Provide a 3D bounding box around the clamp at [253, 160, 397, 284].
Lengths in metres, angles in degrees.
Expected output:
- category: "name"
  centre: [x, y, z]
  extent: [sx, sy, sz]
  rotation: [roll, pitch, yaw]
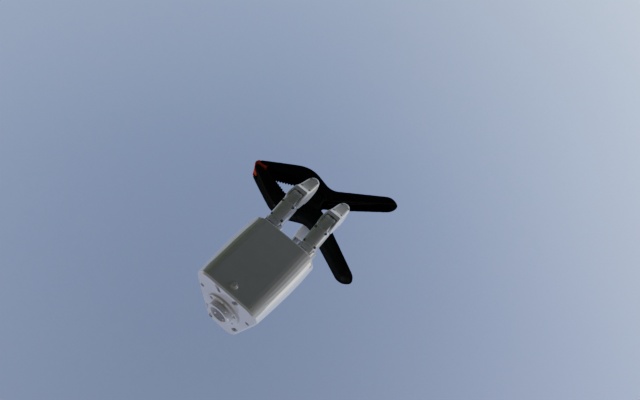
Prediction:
- category: "clamp"
  centre: [-0.001, 0.003, 0.675]
  extent: [0.210, 0.036, 0.164]
  rotation: [37, 51, 12]
